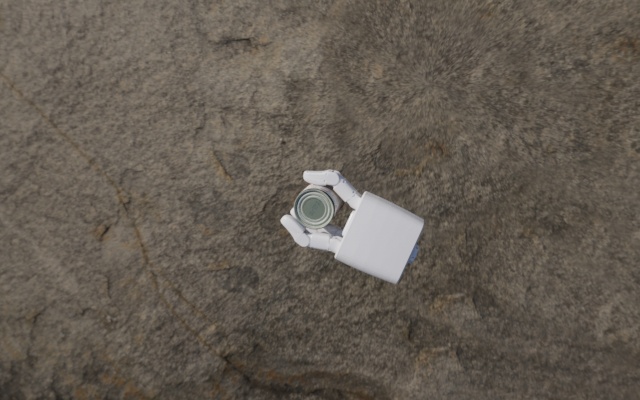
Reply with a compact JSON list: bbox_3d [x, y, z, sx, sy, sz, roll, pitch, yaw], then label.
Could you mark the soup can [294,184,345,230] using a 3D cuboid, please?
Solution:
[{"bbox_3d":[0.000,0.002,0.786,0.068,0.068,0.102,0,13,13],"label":"soup can"}]
